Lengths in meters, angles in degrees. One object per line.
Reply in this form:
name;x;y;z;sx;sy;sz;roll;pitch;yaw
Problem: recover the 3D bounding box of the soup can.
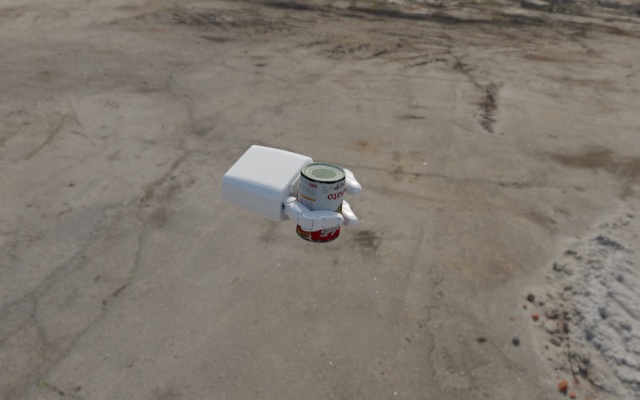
soup can;0.001;0.002;0.708;0.068;0.102;0.068;4;28;-2
